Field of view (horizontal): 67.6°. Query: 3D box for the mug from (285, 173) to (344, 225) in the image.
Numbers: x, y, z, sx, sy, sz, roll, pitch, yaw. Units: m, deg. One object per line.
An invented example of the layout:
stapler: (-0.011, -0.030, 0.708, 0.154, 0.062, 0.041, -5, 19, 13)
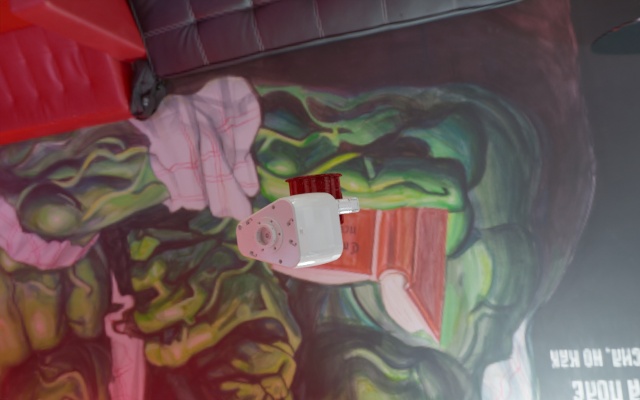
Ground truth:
mug: (0.001, 0.003, 0.778, 0.093, 0.081, 0.117, -8, -3, 33)
